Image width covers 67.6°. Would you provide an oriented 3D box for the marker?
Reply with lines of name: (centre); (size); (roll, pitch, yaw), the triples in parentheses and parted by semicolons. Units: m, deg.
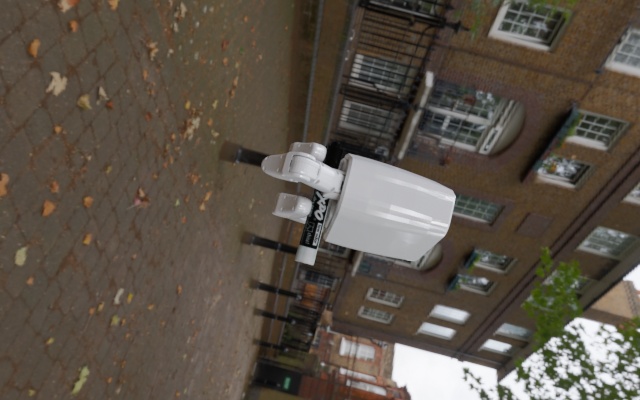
marker: (0.000, 0.001, 0.460); (0.020, 0.121, 0.020); (15, -7, 2)
